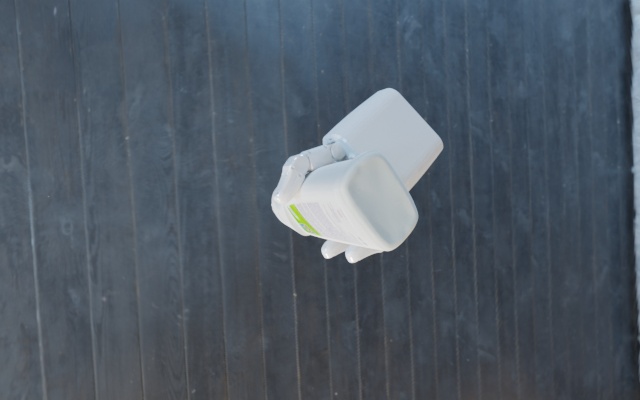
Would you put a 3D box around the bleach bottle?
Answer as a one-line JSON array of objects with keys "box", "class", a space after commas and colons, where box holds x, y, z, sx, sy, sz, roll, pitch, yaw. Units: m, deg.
[{"box": [0.000, 0.002, 0.573, 0.068, 0.102, 0.251, -44, 21, -22], "class": "bleach bottle"}]
